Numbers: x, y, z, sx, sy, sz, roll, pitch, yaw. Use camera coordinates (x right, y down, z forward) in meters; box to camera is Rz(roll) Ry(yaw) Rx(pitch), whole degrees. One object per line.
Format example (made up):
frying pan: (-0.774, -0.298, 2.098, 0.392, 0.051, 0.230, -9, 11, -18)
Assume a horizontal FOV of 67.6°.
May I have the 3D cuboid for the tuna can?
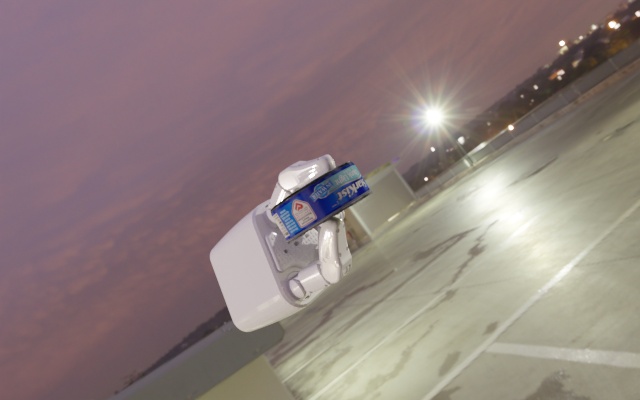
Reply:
tuna can: (0.000, 0.001, 0.414, 0.086, 0.034, 0.086, -31, -2, -1)
